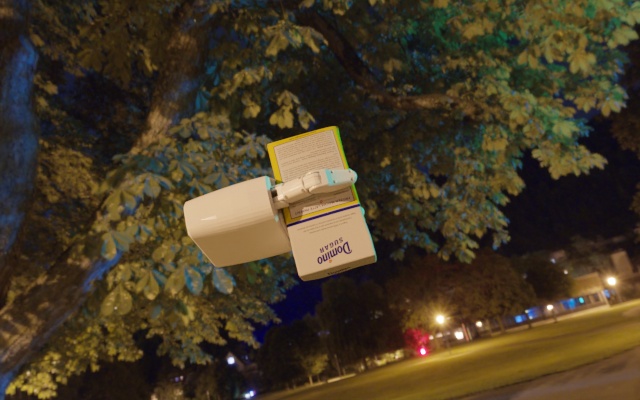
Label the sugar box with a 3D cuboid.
[{"bbox_3d":[0.000,0.002,0.586,0.093,0.176,0.048,-16,-19,2],"label":"sugar box"}]
